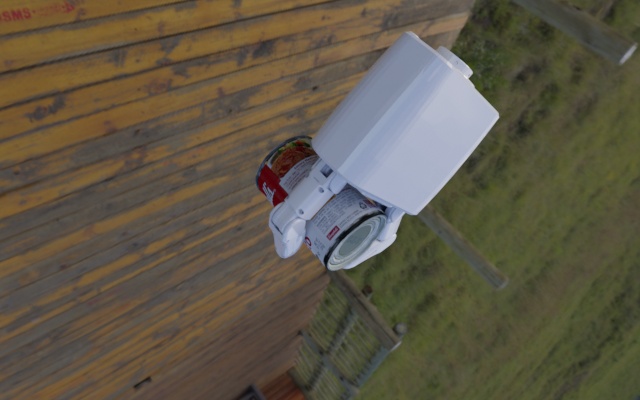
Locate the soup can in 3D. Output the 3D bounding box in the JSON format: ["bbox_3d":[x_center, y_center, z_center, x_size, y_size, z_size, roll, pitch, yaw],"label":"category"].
[{"bbox_3d":[0.000,0.002,0.413,0.102,0.068,0.068,48,25,25],"label":"soup can"}]
